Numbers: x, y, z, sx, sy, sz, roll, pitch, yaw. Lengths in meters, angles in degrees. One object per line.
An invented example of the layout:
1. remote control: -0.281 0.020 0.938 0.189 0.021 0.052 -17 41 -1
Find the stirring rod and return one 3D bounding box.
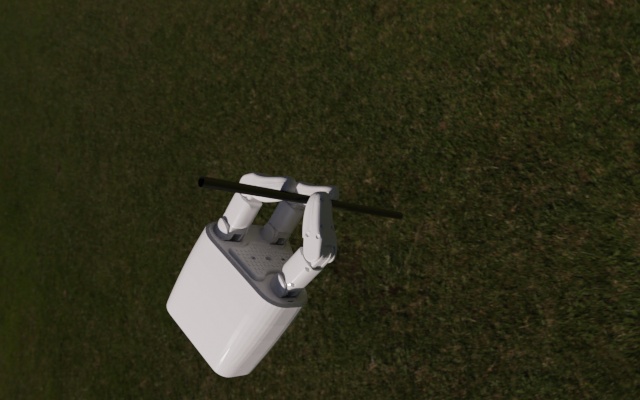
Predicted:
1. stirring rod: 0.000 0.001 0.420 0.011 0.011 0.239 0 -7 45
